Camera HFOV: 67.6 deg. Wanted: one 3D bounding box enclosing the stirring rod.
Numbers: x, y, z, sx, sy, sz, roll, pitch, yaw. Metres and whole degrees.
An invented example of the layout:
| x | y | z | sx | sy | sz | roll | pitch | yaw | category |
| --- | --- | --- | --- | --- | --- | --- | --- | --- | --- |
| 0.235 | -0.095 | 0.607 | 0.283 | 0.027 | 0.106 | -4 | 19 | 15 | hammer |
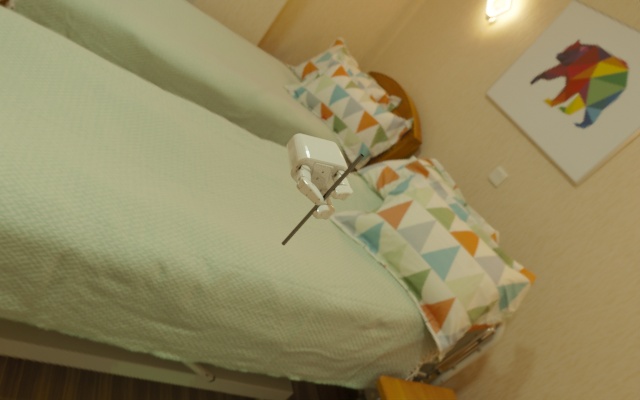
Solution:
| x | y | z | sx | sy | sz | roll | pitch | yaw | category |
| --- | --- | --- | --- | --- | --- | --- | --- | --- | --- |
| 0.000 | 0.003 | 0.884 | 0.239 | 0.011 | 0.011 | -48 | -25 | 24 | stirring rod |
